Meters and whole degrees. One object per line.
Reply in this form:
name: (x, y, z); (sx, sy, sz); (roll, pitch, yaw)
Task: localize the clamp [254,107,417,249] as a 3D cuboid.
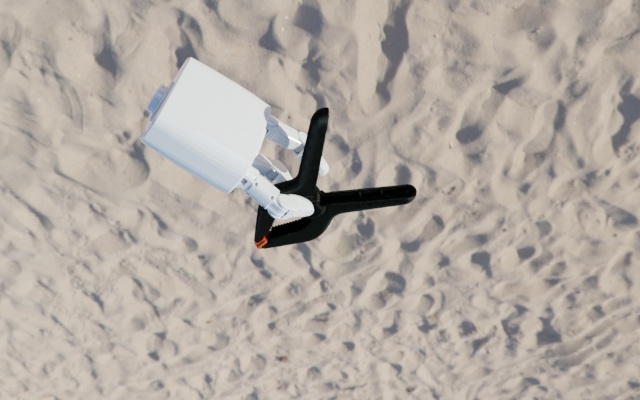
clamp: (0.000, 0.003, 0.583); (0.164, 0.036, 0.210); (32, -56, -23)
